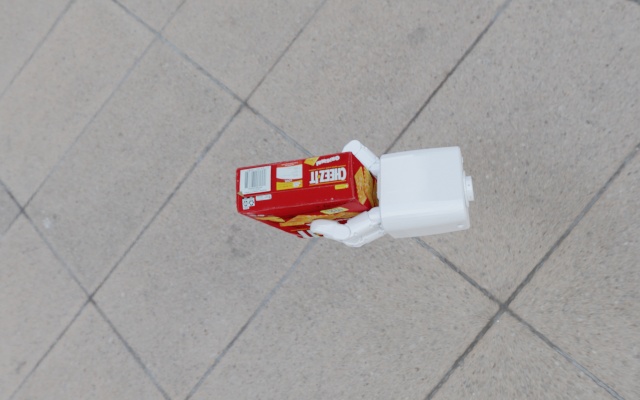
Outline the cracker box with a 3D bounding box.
[{"bbox_3d":[0.000,0.002,0.695,0.164,0.072,0.214,-7,-16,19],"label":"cracker box"}]
